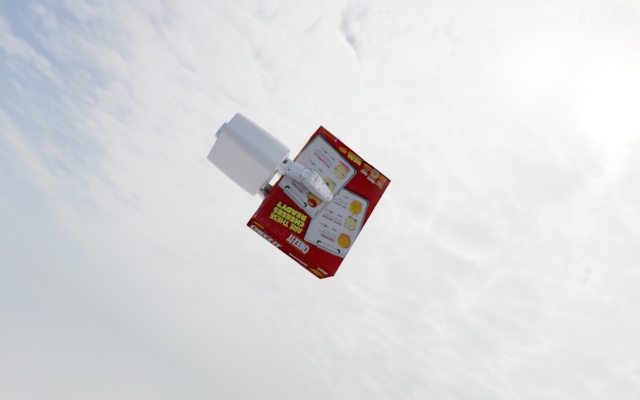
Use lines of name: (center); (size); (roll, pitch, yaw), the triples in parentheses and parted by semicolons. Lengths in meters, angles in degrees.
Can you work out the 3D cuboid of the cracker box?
cracker box: (0.000, 0.003, 0.827); (0.164, 0.213, 0.072); (37, -25, -8)
